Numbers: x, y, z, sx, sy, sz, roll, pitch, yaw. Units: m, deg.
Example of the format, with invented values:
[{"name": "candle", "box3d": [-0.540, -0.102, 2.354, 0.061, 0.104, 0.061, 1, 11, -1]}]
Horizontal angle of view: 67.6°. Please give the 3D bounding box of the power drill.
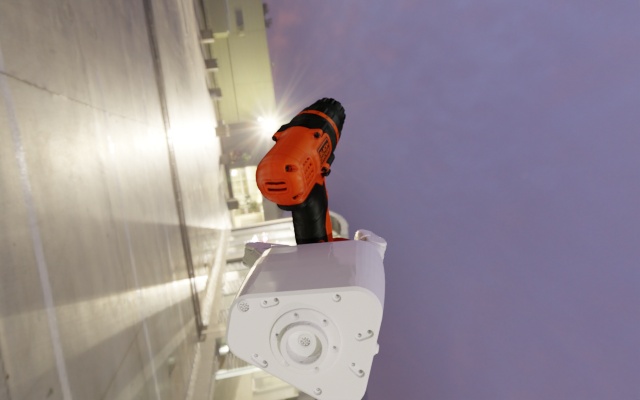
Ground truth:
[{"name": "power drill", "box3d": [0.000, 0.002, 0.494, 0.057, 0.188, 0.184, -2, 29, 21]}]
